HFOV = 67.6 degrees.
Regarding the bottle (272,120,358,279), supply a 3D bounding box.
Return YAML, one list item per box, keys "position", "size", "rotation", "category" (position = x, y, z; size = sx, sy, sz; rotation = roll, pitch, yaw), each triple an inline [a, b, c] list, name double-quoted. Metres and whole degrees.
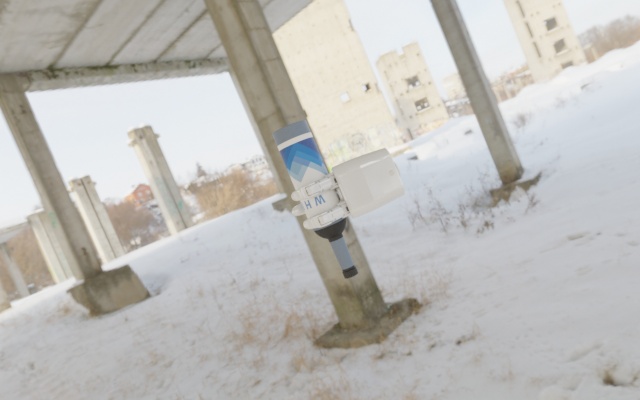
- position: [0.000, 0.003, 0.872]
  size: [0.069, 0.296, 0.069]
  rotation: [-23, 3, 1]
  category: "bottle"
